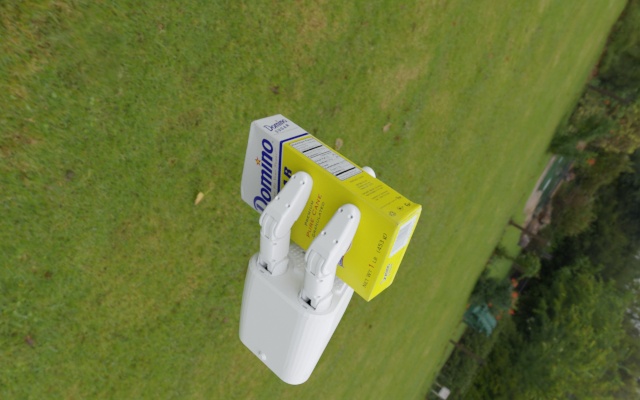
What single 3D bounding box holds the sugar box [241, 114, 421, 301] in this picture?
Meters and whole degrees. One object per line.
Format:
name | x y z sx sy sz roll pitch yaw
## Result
sugar box | 0.000 0.002 0.442 0.176 0.093 0.048 34 39 25
